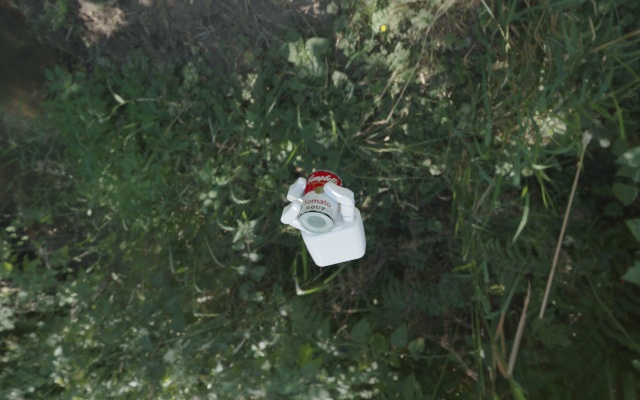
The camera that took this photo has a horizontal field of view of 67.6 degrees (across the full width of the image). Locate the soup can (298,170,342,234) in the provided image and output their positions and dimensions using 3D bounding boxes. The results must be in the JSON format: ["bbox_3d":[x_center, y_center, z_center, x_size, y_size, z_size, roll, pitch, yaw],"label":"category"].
[{"bbox_3d":[0.000,0.003,0.886,0.068,0.102,0.069,7,-39,6],"label":"soup can"}]
